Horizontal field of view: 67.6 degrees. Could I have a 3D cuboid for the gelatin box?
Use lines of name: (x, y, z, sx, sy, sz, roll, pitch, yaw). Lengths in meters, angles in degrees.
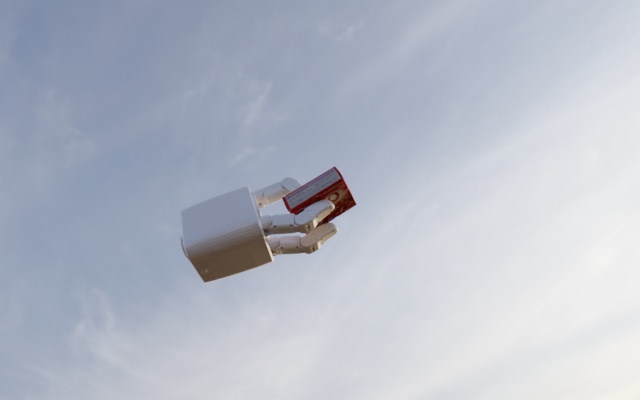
gelatin box: (0.000, 0.002, 0.682, 0.089, 0.030, 0.073, -32, -37, 0)
